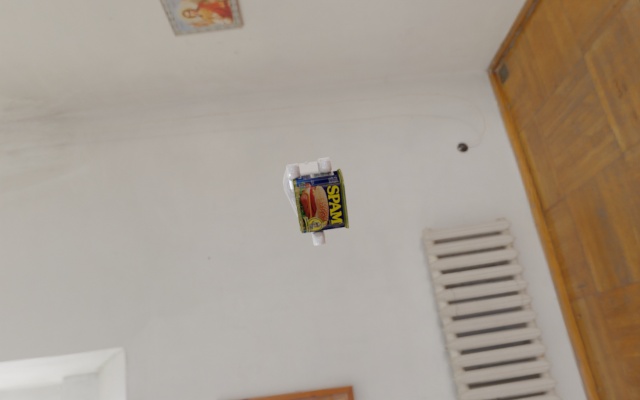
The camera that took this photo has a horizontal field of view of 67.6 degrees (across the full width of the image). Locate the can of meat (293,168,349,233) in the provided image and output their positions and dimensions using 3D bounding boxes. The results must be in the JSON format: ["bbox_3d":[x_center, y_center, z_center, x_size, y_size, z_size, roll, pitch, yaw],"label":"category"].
[{"bbox_3d":[0.000,0.003,0.815,0.084,0.102,0.057,-8,21,-2],"label":"can of meat"}]
